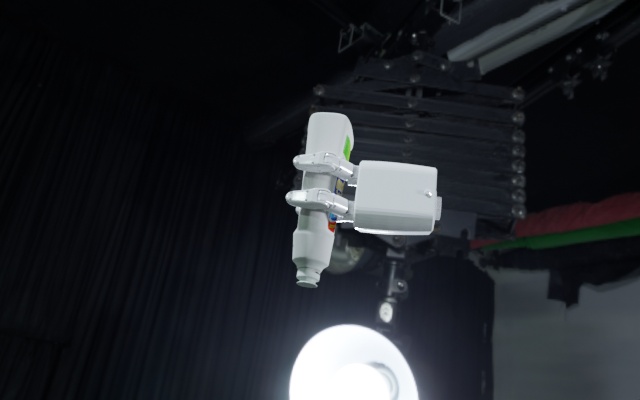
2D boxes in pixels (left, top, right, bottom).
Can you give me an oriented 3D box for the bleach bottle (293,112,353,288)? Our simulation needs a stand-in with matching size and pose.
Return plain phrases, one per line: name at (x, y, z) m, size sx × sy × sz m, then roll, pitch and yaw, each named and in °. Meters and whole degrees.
bleach bottle at (0.000, 0.002, 0.694) m, size 0.068 × 0.250 × 0.103 m, roll 5°, pitch -23°, yaw 9°
